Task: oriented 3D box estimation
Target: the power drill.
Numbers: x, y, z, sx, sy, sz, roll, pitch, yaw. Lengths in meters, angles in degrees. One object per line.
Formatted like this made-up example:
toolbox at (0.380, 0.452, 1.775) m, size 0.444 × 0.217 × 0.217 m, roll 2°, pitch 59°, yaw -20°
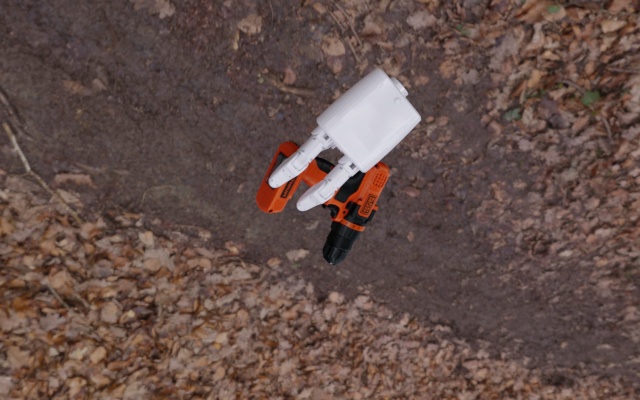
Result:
power drill at (0.000, 0.002, 0.724) m, size 0.188 × 0.184 × 0.057 m, roll 18°, pitch 12°, yaw -36°
